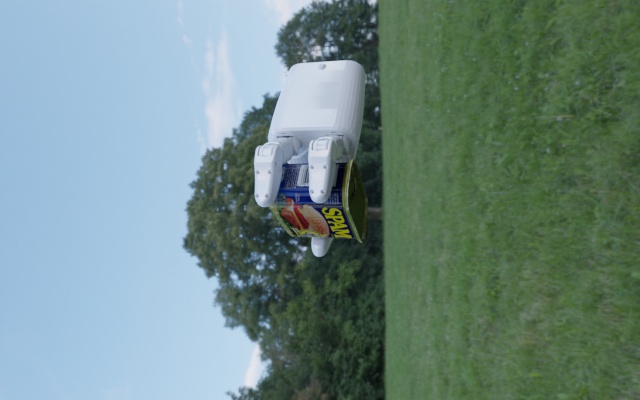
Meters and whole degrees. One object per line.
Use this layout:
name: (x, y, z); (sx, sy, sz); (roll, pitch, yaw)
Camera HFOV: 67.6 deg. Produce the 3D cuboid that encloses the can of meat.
can of meat: (0.000, 0.002, 0.504); (0.084, 0.057, 0.102); (1, -29, 16)
